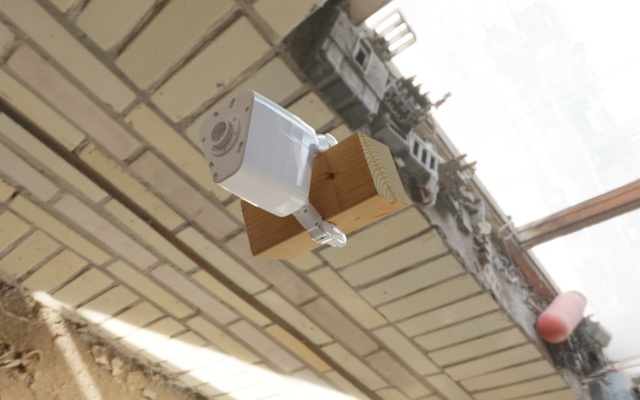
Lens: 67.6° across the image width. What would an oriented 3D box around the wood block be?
[{"bbox_3d":[0.000,0.002,0.654,0.206,0.090,0.090,-28,-23,29],"label":"wood block"}]
